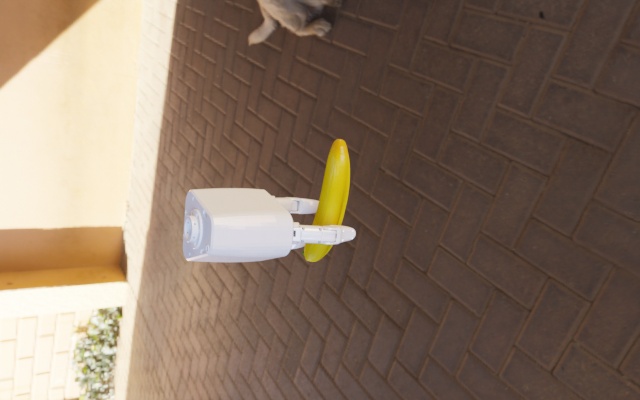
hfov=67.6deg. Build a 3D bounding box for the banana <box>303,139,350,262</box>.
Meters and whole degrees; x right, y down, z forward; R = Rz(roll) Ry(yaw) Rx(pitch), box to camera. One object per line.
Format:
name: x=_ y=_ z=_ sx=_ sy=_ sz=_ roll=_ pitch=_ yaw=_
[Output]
banana: x=0.007 y=0.015 z=0.668 sx=0.037 sy=0.198 sz=0.069 roll=3 pitch=29 yaw=-29
